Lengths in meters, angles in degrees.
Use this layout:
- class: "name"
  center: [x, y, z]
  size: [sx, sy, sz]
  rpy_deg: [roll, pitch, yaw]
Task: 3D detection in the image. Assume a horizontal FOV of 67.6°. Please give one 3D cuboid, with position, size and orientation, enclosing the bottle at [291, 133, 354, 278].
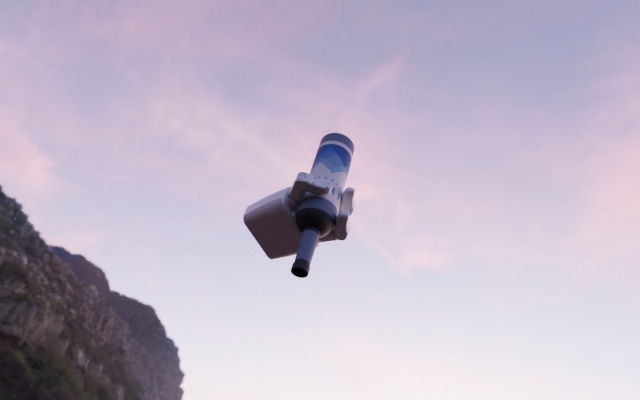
- class: "bottle"
  center: [0.000, 0.002, 0.810]
  size: [0.069, 0.295, 0.069]
  rpy_deg: [9, -42, 8]
